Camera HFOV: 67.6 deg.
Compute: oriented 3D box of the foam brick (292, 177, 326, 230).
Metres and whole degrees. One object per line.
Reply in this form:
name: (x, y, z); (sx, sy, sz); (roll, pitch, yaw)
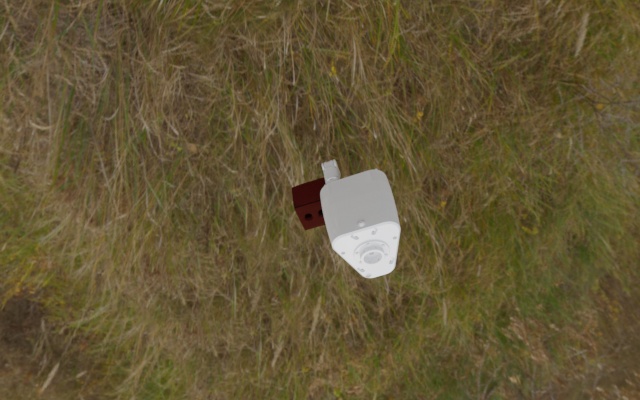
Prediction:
foam brick: (0.000, 0.003, 0.741); (0.078, 0.053, 0.051); (-17, 42, 7)
